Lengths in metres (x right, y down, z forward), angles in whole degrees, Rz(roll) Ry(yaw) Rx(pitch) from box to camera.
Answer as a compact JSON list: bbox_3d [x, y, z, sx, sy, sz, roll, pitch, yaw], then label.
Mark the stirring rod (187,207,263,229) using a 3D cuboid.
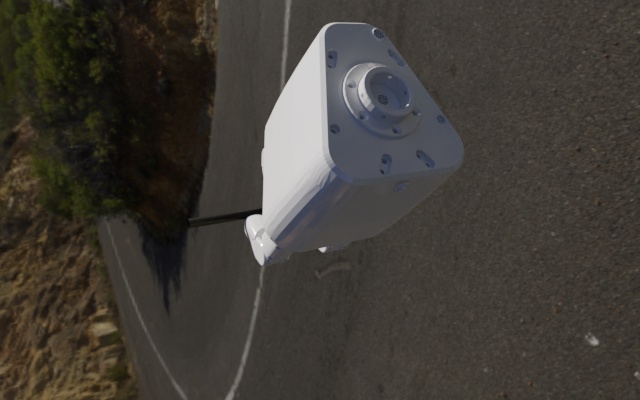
[{"bbox_3d":[0.000,0.001,0.438,0.239,0.011,0.011,-9,4,-26],"label":"stirring rod"}]
